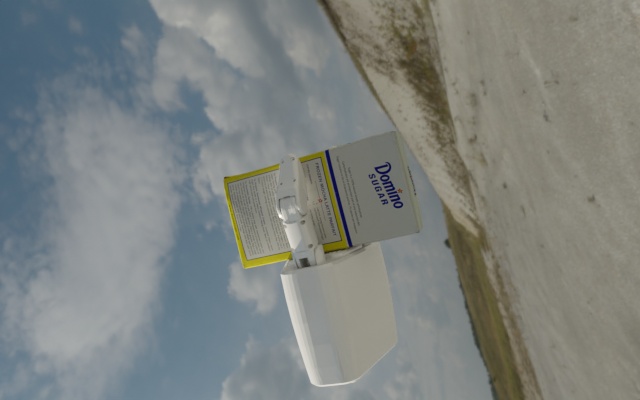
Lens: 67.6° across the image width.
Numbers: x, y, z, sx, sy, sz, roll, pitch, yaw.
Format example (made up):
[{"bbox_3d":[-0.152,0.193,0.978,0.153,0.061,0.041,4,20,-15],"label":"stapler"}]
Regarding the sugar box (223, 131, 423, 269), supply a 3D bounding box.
[{"bbox_3d":[0.000,0.002,0.453,0.176,0.093,0.048,-13,2,18],"label":"sugar box"}]
